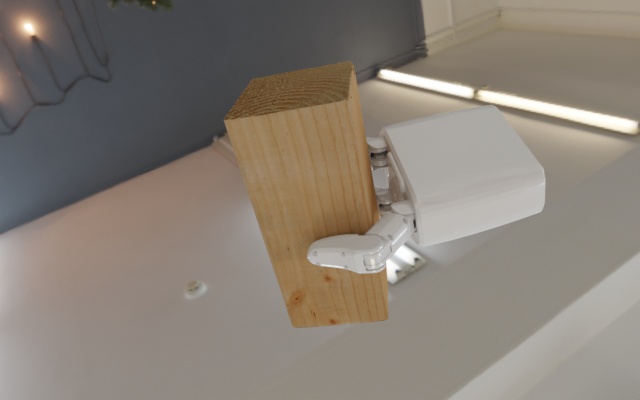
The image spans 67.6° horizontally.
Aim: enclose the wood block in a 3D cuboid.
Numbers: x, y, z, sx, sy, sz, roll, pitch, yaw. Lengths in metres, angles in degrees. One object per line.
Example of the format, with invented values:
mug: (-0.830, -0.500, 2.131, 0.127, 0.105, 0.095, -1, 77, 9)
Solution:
wood block: (0.000, 0.002, 0.409, 0.090, 0.206, 0.090, -7, 31, 11)
